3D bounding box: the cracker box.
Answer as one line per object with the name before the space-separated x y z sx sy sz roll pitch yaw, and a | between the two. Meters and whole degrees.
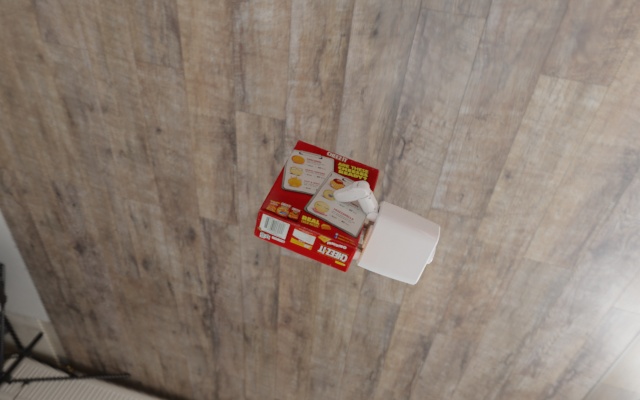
cracker box | 0.000 0.003 0.823 0.164 0.072 0.213 21 41 1
